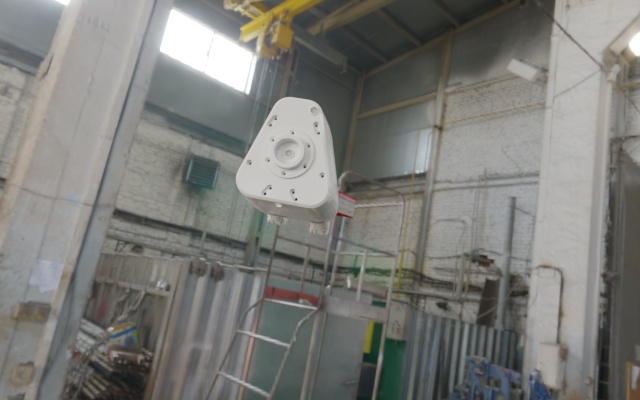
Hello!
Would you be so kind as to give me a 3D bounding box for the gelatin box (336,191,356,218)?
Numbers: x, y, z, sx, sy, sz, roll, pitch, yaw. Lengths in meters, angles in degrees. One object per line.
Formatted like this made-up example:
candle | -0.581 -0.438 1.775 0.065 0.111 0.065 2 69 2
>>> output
gelatin box | 0.000 0.002 0.631 0.073 0.030 0.089 8 -3 19
